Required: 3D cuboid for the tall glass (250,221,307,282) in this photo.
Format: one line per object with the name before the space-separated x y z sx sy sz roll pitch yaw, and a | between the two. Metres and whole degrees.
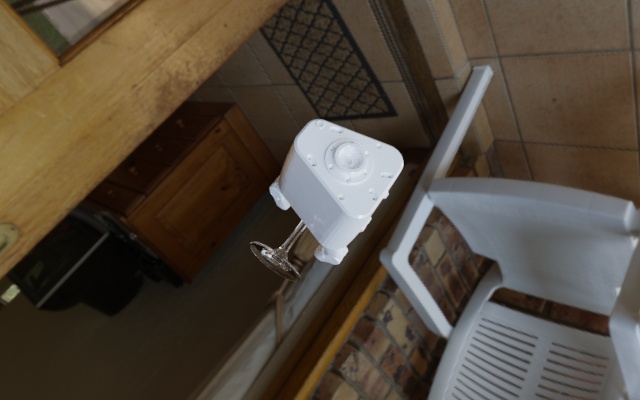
tall glass | 0.000 0.003 0.613 0.079 0.201 0.079 30 -24 15
